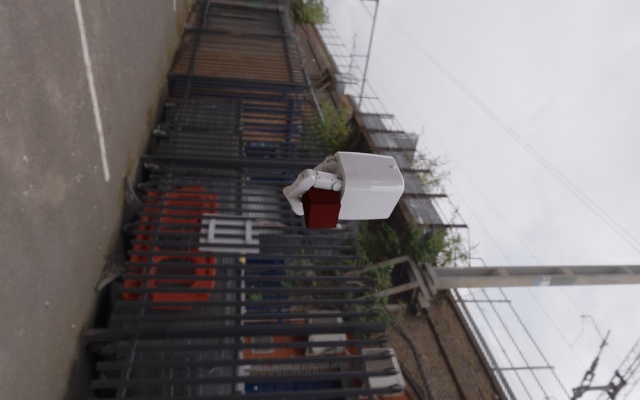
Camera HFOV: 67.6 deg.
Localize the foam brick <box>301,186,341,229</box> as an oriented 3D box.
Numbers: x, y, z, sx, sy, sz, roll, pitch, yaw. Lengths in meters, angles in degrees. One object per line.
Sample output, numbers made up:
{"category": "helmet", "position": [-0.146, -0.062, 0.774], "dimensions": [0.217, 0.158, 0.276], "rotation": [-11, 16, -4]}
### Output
{"category": "foam brick", "position": [0.000, 0.003, 0.794], "dimensions": [0.051, 0.053, 0.078], "rotation": [3, 39, -12]}
